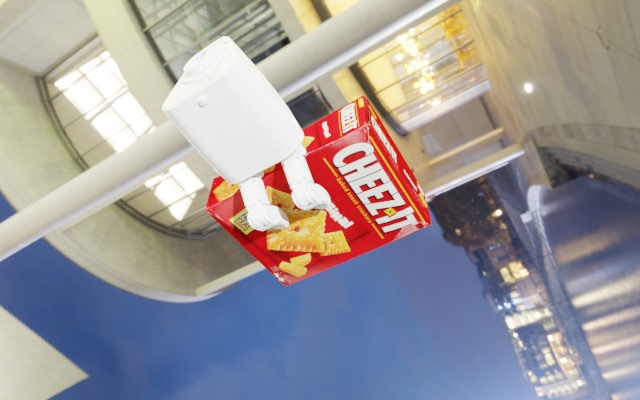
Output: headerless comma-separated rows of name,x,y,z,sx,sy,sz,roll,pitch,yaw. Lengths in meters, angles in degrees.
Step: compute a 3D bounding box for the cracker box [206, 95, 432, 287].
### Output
cracker box,0.000,0.002,0.571,0.214,0.164,0.072,-25,35,20
